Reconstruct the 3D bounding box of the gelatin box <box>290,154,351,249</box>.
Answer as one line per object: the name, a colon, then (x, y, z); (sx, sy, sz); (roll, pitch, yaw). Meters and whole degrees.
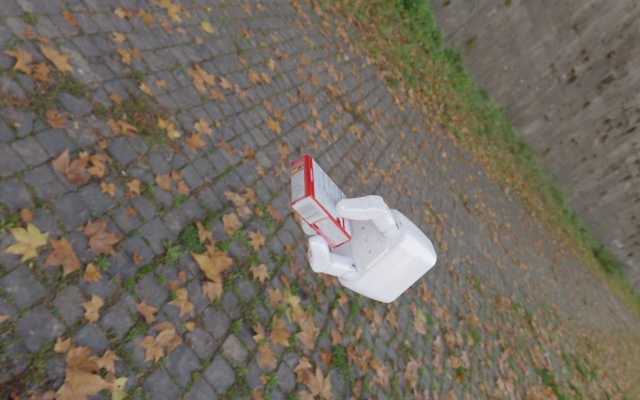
gelatin box: (0.000, 0.001, 0.553); (0.030, 0.073, 0.089); (-27, -50, 20)
